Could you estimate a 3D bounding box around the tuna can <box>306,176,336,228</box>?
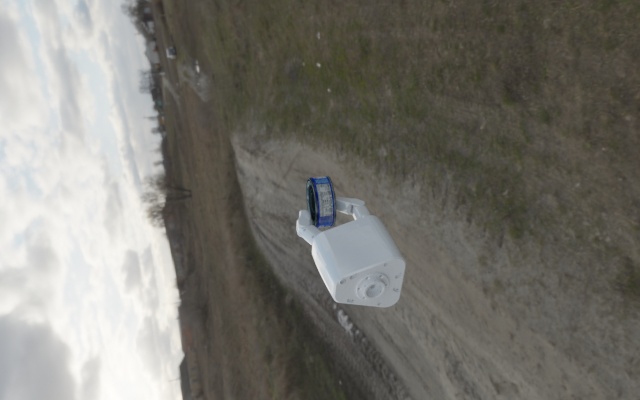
[{"bbox_3d":[0.000,0.003,0.793,0.034,0.086,0.086,-6,1,-11],"label":"tuna can"}]
